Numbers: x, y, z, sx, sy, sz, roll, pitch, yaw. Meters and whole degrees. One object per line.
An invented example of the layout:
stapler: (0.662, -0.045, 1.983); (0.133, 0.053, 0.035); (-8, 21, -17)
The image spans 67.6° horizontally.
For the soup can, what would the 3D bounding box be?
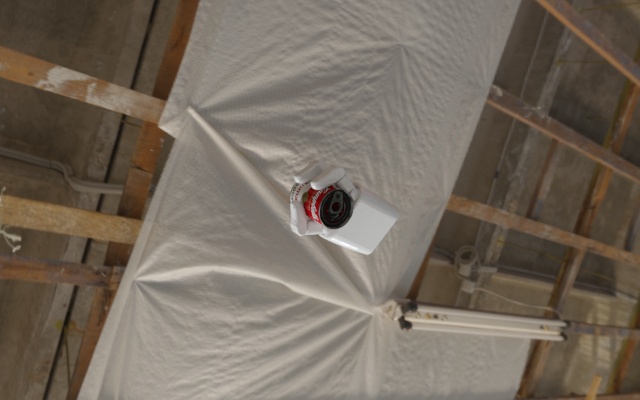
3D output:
soup can: (0.000, 0.003, 0.810); (0.068, 0.068, 0.102); (0, 13, -33)
